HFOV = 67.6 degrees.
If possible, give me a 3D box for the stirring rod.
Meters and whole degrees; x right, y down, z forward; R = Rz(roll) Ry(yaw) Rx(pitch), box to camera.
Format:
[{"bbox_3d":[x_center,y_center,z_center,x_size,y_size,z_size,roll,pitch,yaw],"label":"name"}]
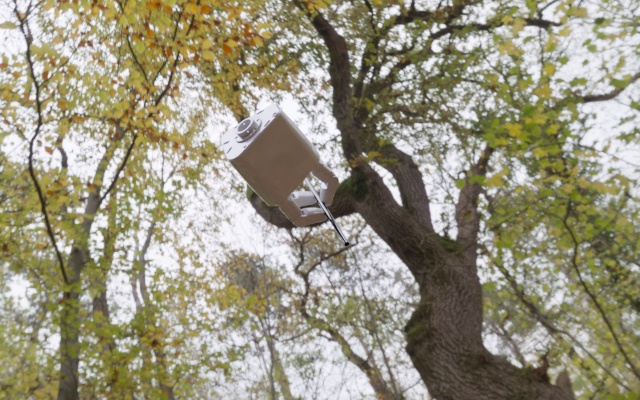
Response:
[{"bbox_3d":[0.000,0.003,0.796,0.011,0.011,0.239,0,31,-22],"label":"stirring rod"}]
